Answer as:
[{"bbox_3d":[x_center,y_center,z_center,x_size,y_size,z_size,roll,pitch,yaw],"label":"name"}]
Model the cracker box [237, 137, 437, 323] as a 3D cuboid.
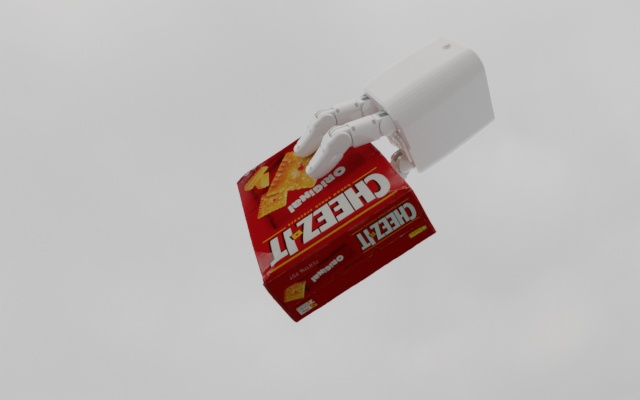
[{"bbox_3d":[0.000,0.002,0.527,0.164,0.072,0.213,-34,33,3],"label":"cracker box"}]
